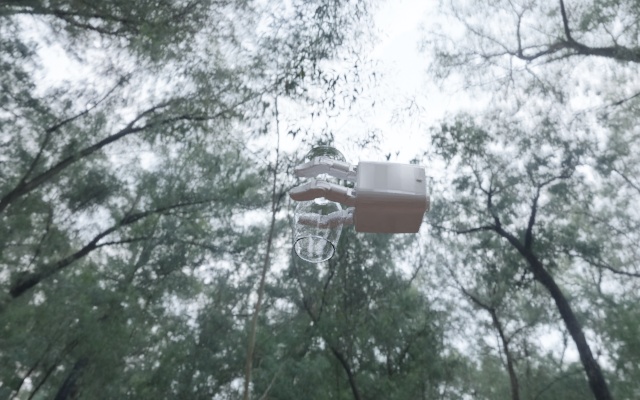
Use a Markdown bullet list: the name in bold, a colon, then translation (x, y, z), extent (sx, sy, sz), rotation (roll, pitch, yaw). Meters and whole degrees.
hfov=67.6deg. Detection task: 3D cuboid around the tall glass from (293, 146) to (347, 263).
- **tall glass**: translation (0.000, 0.002, 0.772), extent (0.079, 0.200, 0.079), rotation (4, -45, 4)
